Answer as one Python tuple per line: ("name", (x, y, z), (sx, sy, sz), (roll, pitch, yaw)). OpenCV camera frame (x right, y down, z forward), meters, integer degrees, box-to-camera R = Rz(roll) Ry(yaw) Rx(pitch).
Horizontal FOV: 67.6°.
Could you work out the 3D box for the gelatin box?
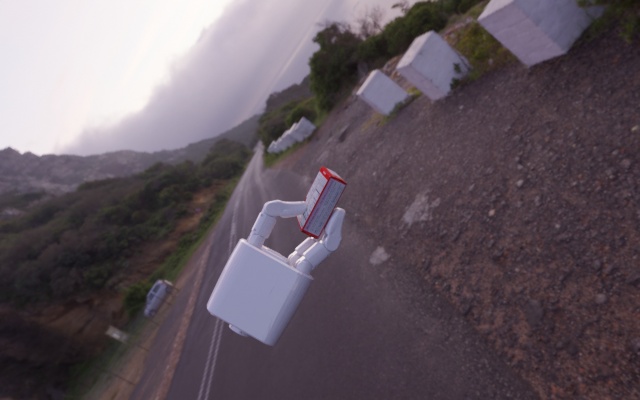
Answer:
("gelatin box", (0.000, 0.002, 0.676), (0.030, 0.089, 0.073), (25, 9, -14))
